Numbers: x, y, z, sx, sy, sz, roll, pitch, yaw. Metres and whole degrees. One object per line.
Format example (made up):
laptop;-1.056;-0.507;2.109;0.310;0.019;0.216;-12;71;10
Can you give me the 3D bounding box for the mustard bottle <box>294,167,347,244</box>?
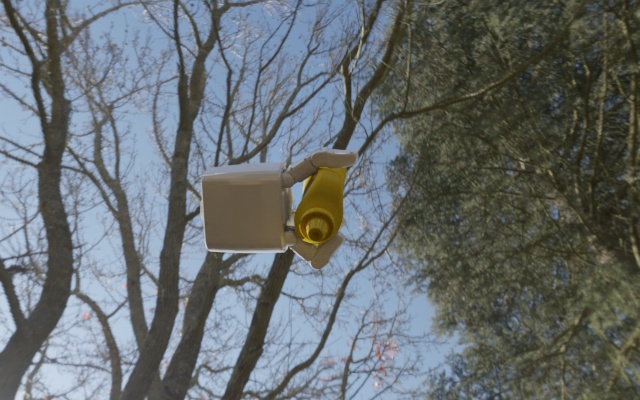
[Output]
mustard bottle;0.000;0.002;0.622;0.058;0.096;0.191;21;22;-4
